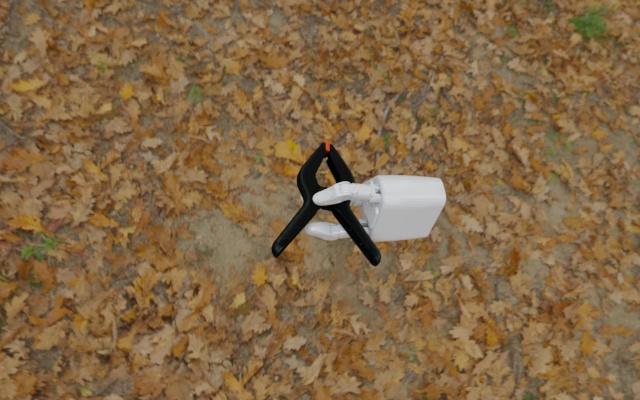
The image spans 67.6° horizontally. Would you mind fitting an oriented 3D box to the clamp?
[{"bbox_3d":[0.000,0.002,0.733,0.164,0.210,0.036,1,-26,-18],"label":"clamp"}]
